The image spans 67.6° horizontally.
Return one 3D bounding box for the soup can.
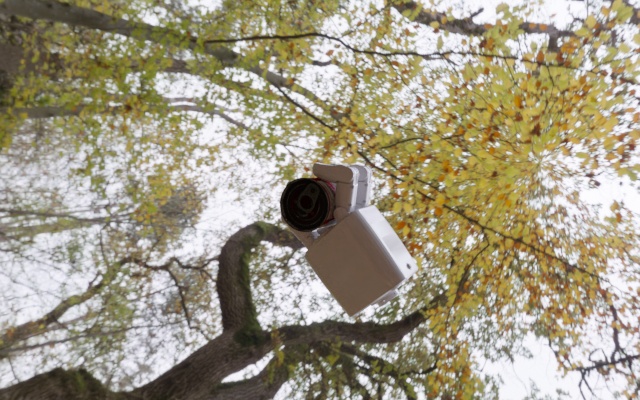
[{"bbox_3d":[0.000,0.002,0.636,0.068,0.068,0.102,0,4,25],"label":"soup can"}]
